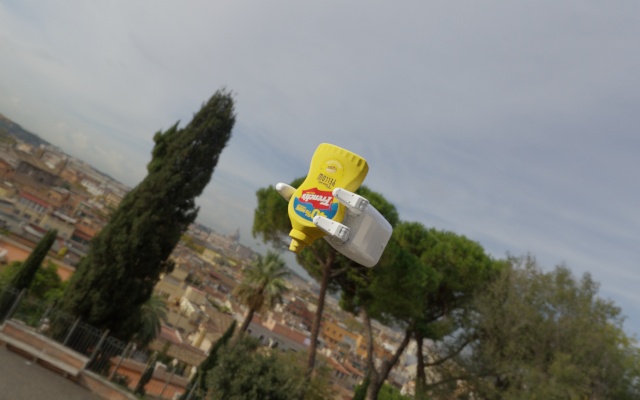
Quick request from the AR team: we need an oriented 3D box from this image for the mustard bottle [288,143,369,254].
[{"bbox_3d":[0.000,0.002,0.812,0.096,0.191,0.058,25,-10,19],"label":"mustard bottle"}]
